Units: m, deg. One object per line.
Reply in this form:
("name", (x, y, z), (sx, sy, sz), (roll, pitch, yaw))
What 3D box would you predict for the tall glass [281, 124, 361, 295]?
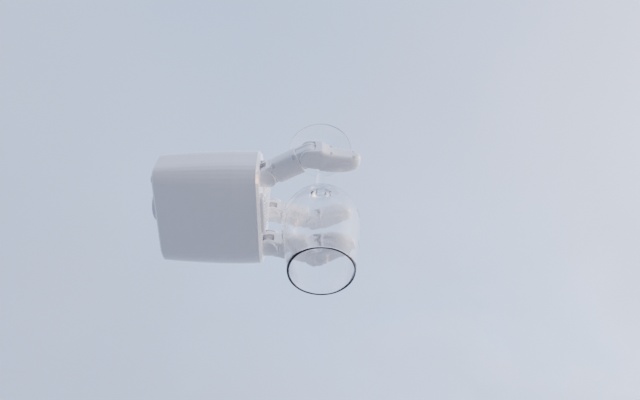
("tall glass", (0.000, 0.001, 0.497), (0.079, 0.079, 0.200), (0, 38, -1))
